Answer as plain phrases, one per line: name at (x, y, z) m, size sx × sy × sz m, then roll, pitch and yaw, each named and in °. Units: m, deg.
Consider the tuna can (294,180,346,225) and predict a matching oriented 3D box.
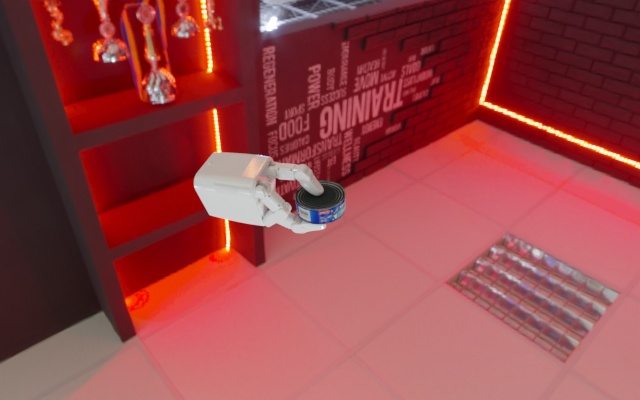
tuna can at (0.000, 0.003, 0.809) m, size 0.086 × 0.034 × 0.086 m, roll -3°, pitch 35°, yaw 2°
